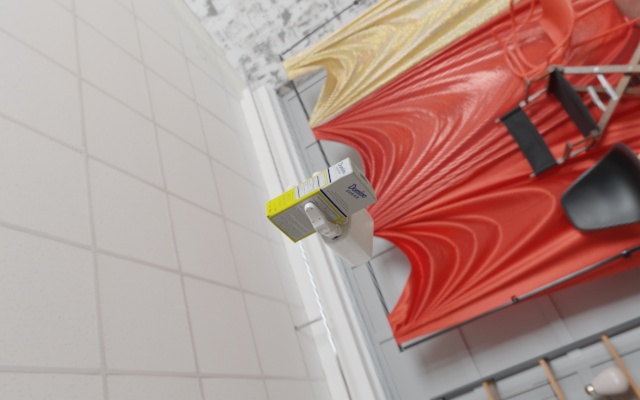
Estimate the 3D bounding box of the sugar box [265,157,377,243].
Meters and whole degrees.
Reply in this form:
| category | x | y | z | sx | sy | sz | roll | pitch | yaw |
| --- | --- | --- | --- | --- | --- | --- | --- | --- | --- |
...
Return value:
| category | x | y | z | sx | sy | sz | roll | pitch | yaw |
| --- | --- | --- | --- | --- | --- | --- | --- | --- | --- |
| sugar box | 0.000 | 0.002 | 0.842 | 0.176 | 0.048 | 0.093 | -29 | -47 | 16 |
